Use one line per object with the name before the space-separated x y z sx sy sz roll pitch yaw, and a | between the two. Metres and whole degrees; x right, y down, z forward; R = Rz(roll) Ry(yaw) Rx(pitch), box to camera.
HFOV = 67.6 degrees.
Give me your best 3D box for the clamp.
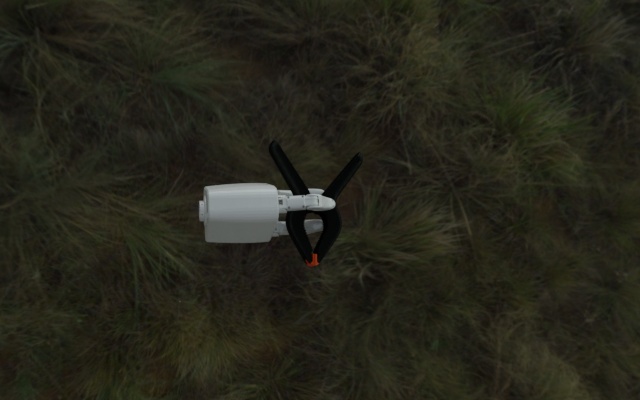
clamp | 0.000 0.003 0.794 0.164 0.210 0.036 -1 -11 -17
